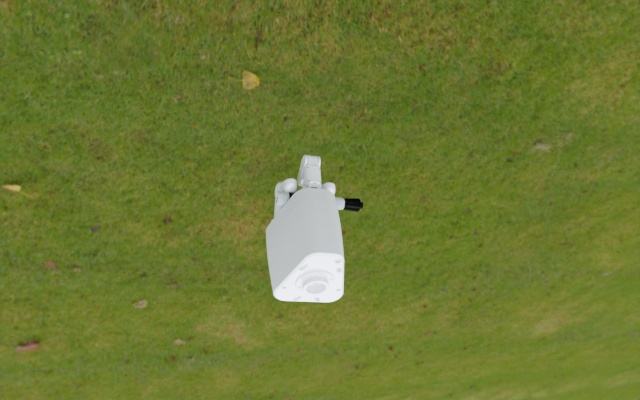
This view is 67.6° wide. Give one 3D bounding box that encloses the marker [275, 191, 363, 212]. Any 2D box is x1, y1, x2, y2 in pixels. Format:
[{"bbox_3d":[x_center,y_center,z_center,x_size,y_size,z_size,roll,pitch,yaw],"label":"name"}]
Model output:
[{"bbox_3d":[0.000,0.002,0.647,0.121,0.020,0.020,5,-1,-16],"label":"marker"}]
